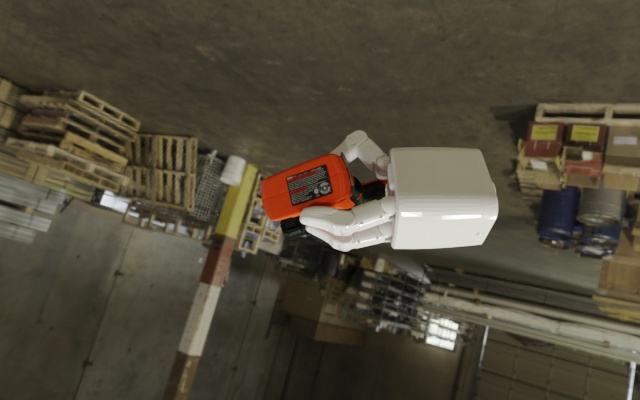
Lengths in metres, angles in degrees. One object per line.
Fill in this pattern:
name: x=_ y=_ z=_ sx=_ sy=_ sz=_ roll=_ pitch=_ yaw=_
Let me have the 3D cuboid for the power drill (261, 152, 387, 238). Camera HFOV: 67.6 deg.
power drill: x=0.000 y=0.002 z=0.614 sx=0.184 sy=0.057 sz=0.188 roll=-21 pitch=-14 yaw=18
